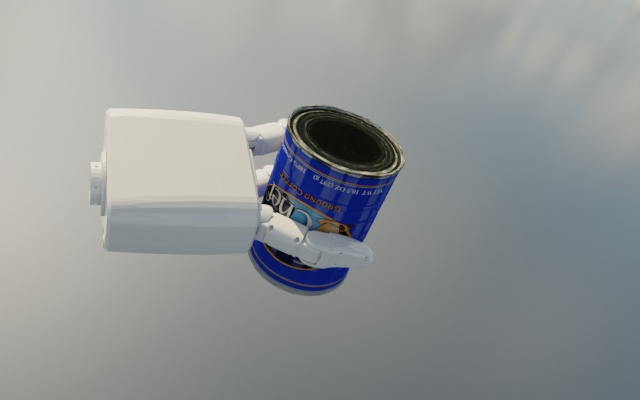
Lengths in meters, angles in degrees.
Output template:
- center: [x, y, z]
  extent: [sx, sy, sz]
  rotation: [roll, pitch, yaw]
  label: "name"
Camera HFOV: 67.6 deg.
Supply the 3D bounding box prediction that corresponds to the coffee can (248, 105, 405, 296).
- center: [0.000, 0.002, 0.429]
  extent: [0.103, 0.140, 0.102]
  rotation: [15, 36, -11]
  label: "coffee can"
